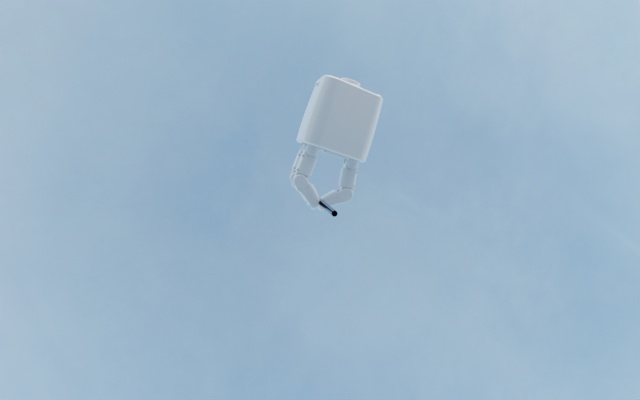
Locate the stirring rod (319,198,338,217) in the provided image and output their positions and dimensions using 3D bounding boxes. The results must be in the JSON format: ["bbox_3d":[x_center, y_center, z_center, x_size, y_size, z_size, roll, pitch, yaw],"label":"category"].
[{"bbox_3d":[0.000,0.002,0.732,0.011,0.011,0.239,0,7,-9],"label":"stirring rod"}]
